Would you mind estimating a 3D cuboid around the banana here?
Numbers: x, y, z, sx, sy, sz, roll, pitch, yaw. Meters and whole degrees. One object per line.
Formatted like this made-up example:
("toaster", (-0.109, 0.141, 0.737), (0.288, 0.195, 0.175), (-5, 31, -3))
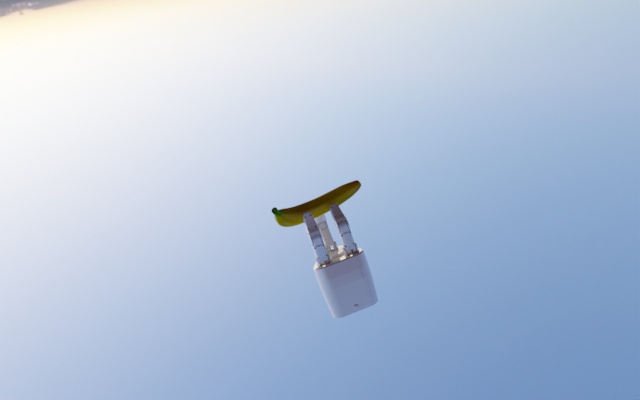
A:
("banana", (-0.010, 0.011, 0.899), (0.198, 0.037, 0.070), (-21, -12, -30))
